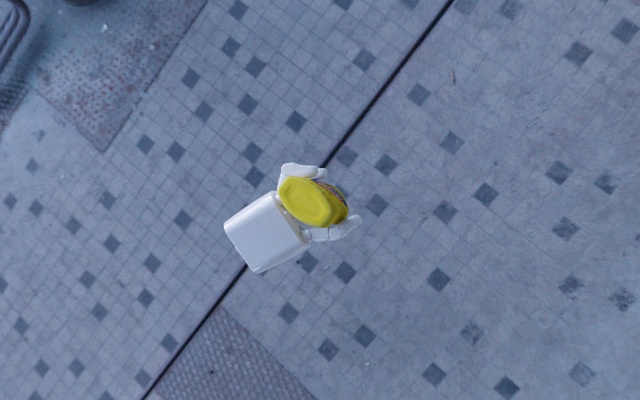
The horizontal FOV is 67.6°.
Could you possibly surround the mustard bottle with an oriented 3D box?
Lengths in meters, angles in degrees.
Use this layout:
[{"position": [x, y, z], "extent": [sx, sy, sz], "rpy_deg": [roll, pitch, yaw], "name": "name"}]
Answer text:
[{"position": [0.000, 0.002, 0.802], "extent": [0.096, 0.058, 0.191], "rpy_deg": [36, 8, 12], "name": "mustard bottle"}]
